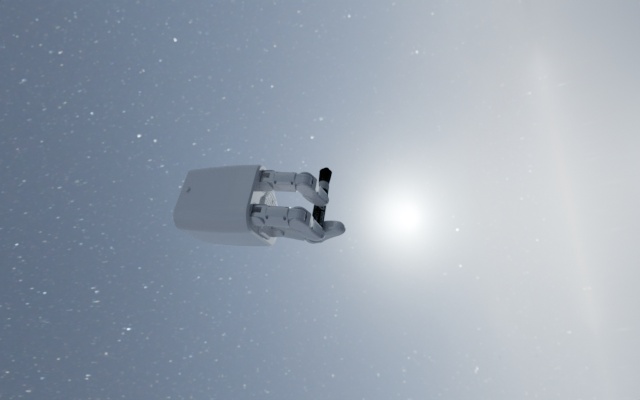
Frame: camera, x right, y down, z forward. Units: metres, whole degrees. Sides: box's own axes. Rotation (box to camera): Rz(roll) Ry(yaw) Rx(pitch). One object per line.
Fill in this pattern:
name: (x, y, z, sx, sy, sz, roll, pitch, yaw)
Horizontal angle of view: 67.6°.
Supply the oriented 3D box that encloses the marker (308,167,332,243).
marker: (0.000, 0.002, 0.660, 0.020, 0.121, 0.020, 6, -36, 5)
